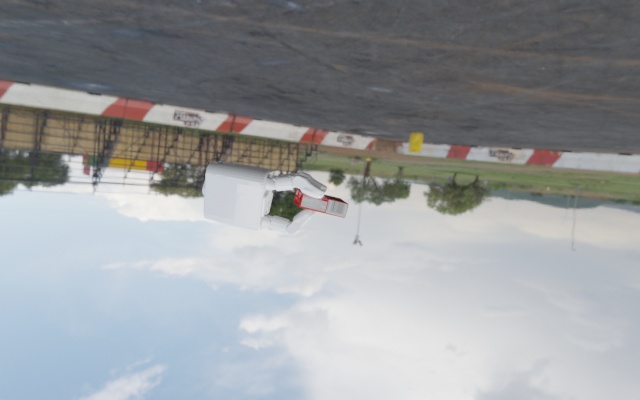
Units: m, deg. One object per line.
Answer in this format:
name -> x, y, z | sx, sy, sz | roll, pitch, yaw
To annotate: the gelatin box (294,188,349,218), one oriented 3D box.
gelatin box -> 0.000, 0.003, 0.871 | 0.089, 0.030, 0.073 | 14, 5, -10
